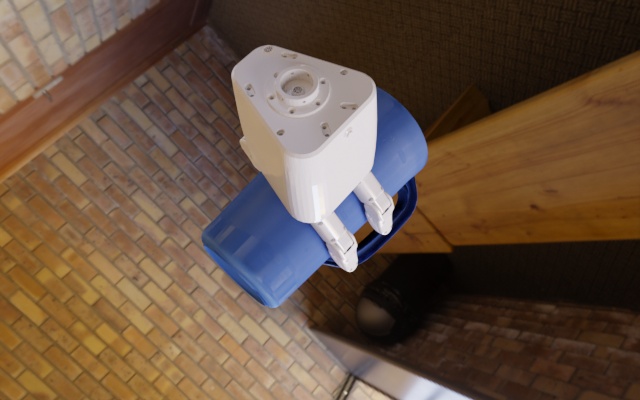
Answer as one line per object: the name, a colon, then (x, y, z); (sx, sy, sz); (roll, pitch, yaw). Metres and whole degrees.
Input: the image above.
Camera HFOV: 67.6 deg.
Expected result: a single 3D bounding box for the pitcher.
pitcher: (0.000, 0.002, 0.521); (0.149, 0.242, 0.145); (38, -19, 18)
